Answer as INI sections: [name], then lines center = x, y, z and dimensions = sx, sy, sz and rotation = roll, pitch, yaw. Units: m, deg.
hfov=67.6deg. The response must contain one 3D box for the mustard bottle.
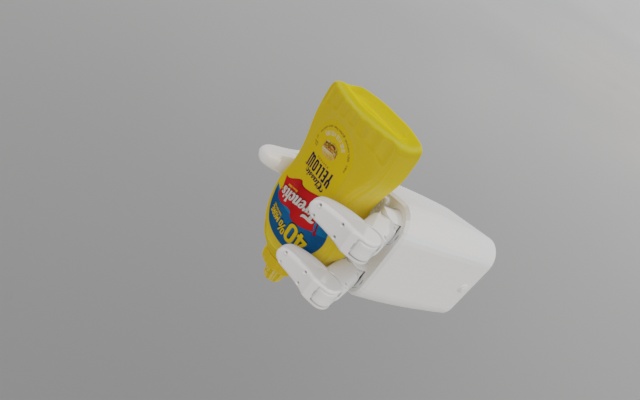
[mustard bottle]
center = 0.000, 0.001, 0.414
dimensions = 0.058, 0.192, 0.096
rotation = 1, 42, -45
